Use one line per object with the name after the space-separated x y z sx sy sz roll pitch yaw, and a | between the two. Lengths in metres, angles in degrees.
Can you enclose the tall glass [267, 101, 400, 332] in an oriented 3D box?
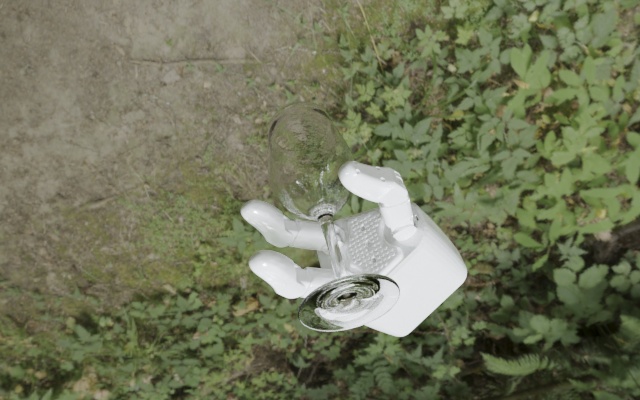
0.000 0.002 0.400 0.079 0.200 0.079 -9 -41 -8 | tall glass
